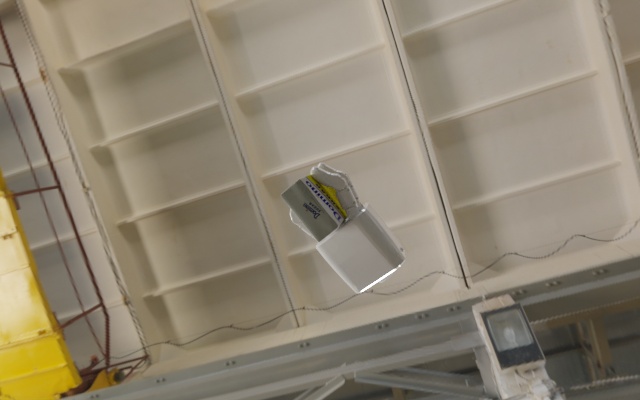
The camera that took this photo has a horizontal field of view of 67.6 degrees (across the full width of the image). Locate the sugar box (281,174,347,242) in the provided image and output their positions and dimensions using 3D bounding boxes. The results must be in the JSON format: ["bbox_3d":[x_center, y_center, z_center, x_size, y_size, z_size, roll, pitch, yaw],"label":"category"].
[{"bbox_3d":[0.001,0.002,0.773,0.048,0.093,0.176,-39,0,11],"label":"sugar box"}]
